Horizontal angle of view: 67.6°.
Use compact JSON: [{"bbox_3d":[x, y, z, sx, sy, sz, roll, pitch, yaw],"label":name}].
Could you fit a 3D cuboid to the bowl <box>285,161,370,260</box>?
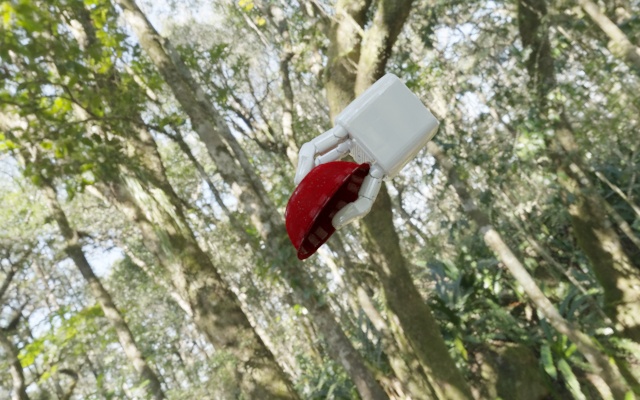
[{"bbox_3d":[-0.001,0.003,0.657,0.055,0.162,0.162,35,9,14],"label":"bowl"}]
